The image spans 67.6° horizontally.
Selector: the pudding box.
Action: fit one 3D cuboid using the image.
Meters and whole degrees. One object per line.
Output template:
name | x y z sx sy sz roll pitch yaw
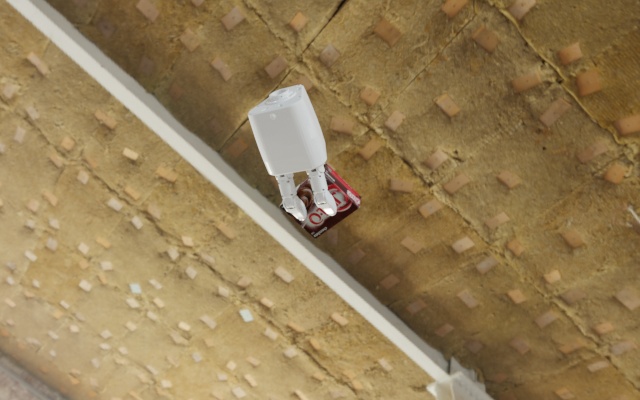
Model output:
pudding box | 0.000 0.003 0.817 0.113 0.090 0.039 -37 17 34
